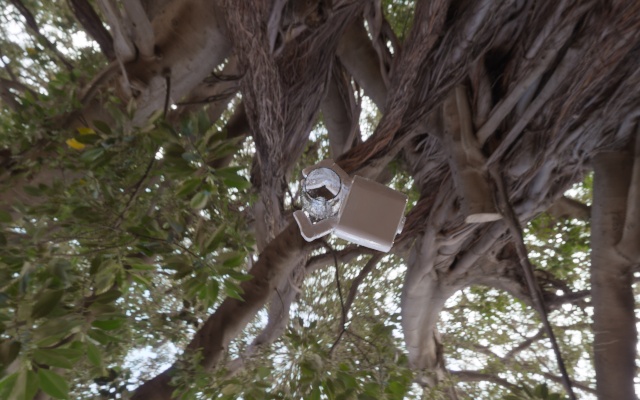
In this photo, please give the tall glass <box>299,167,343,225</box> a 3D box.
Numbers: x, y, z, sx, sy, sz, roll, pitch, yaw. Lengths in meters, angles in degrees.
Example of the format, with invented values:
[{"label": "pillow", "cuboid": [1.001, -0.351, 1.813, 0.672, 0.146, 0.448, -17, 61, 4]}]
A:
[{"label": "tall glass", "cuboid": [0.000, 0.003, 0.889, 0.079, 0.079, 0.201, 0, -18, -2]}]
